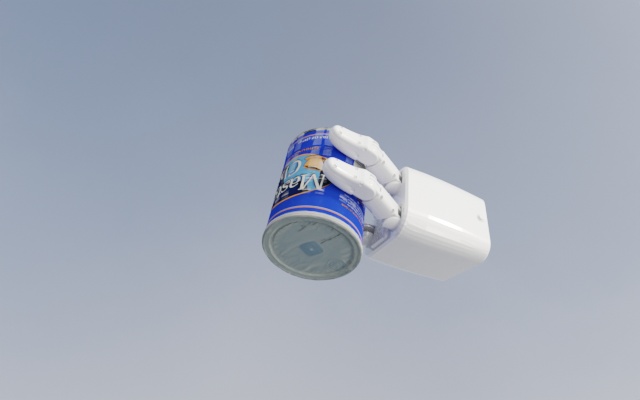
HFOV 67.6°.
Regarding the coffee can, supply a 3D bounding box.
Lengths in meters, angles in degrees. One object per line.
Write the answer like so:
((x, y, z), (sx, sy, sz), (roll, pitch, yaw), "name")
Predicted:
((0.000, 0.002, 0.530), (0.103, 0.103, 0.140), (5, 46, 5), "coffee can")
